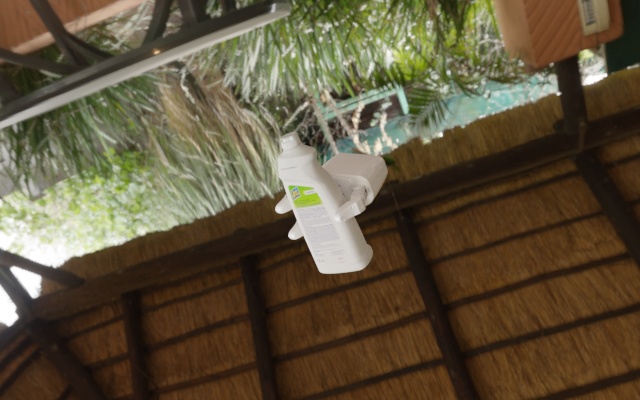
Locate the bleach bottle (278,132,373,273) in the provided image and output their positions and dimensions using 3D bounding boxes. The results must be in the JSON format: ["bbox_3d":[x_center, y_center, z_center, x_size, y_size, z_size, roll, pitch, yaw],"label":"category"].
[{"bbox_3d":[0.000,0.003,0.806,0.102,0.251,0.068,-11,23,29],"label":"bleach bottle"}]
